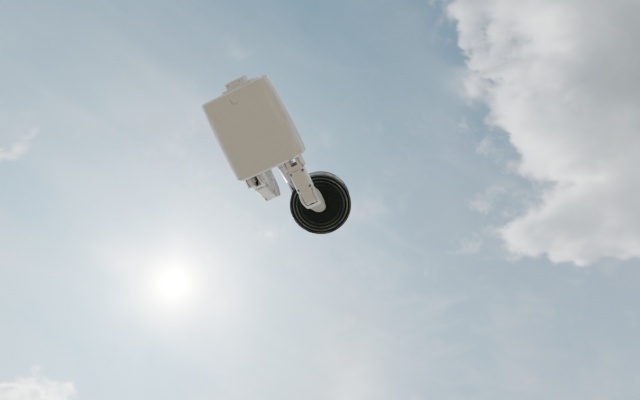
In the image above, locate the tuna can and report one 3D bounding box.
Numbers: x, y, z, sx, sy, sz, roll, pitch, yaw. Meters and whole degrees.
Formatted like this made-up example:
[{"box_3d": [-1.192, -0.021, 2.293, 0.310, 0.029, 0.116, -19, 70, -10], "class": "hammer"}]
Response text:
[{"box_3d": [0.000, 0.002, 0.677, 0.086, 0.086, 0.033, 0, 15, 1], "class": "tuna can"}]
